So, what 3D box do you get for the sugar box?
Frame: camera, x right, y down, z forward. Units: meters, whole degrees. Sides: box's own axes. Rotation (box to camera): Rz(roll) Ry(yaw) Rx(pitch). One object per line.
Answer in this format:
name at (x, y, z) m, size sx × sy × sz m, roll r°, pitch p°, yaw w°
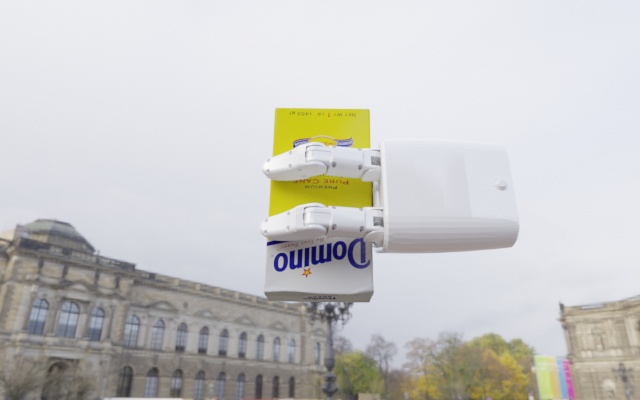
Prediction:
sugar box at (0.000, 0.001, 0.434) m, size 0.093 × 0.176 × 0.048 m, roll 0°, pitch -23°, yaw 1°
